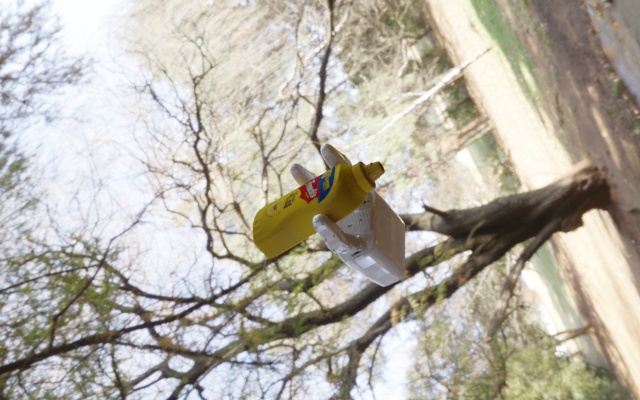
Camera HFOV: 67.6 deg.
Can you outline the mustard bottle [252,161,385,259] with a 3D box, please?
[{"bbox_3d":[0.000,0.002,0.636,0.192,0.058,0.096,-29,23,20],"label":"mustard bottle"}]
